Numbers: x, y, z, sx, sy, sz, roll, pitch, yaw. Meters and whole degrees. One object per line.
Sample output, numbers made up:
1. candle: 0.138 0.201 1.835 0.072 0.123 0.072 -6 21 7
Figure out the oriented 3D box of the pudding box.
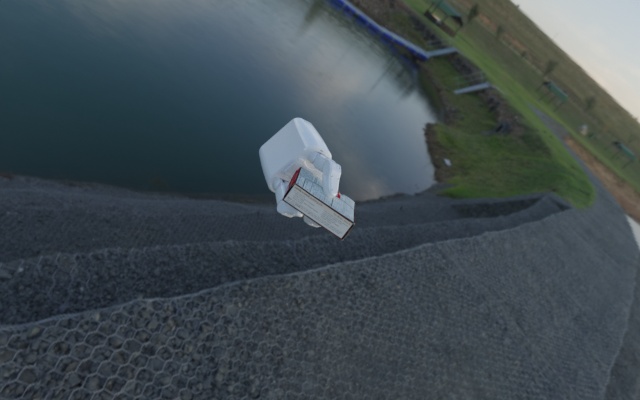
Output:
1. pudding box: 0.000 0.002 0.741 0.113 0.039 0.090 33 20 -7
